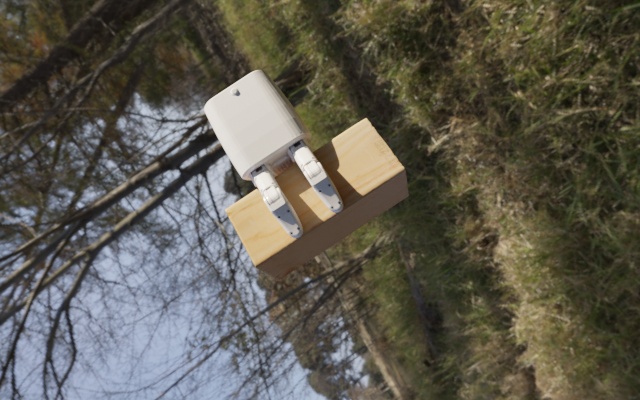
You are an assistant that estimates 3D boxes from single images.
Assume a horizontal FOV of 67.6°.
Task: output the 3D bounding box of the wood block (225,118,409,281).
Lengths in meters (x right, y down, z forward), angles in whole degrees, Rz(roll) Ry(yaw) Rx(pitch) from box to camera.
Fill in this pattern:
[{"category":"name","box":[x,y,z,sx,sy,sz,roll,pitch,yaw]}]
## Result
[{"category":"wood block","box":[0.000,0.002,0.604,0.206,0.090,0.091,-33,-23,0]}]
